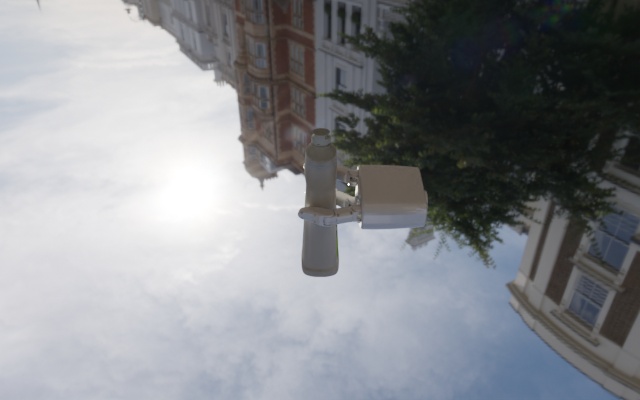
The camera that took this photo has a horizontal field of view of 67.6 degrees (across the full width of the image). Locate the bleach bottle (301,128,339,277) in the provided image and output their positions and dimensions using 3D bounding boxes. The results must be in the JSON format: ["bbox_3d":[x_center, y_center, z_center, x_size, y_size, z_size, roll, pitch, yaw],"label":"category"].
[{"bbox_3d":[0.000,0.003,0.811,0.068,0.251,0.102,0,32,-1],"label":"bleach bottle"}]
